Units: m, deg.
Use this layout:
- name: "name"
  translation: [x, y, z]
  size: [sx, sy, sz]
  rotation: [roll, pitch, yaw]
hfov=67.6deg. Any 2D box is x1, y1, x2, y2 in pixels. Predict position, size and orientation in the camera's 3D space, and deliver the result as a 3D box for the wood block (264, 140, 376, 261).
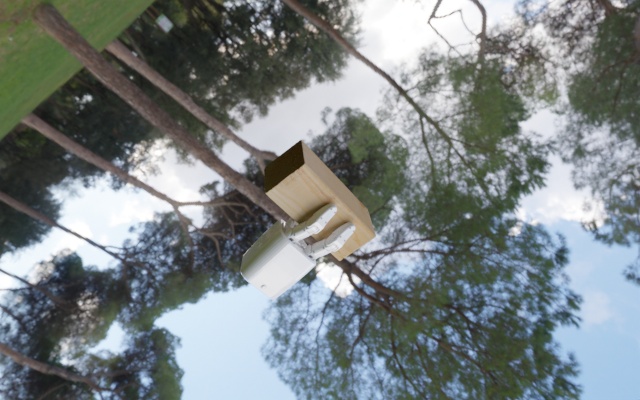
- name: "wood block"
  translation: [0.000, 0.003, 0.869]
  size: [0.090, 0.206, 0.090]
  rotation: [-36, 31, 16]
